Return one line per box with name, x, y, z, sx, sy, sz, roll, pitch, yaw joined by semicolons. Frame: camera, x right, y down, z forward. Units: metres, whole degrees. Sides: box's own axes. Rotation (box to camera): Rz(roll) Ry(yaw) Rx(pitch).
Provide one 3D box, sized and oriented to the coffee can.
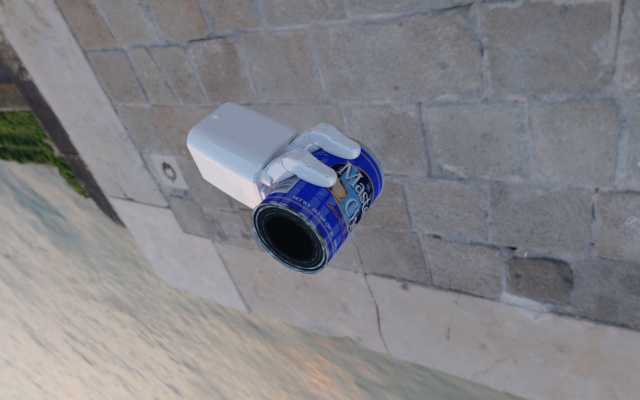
coffee can;0.000;0.002;0.565;0.103;0.103;0.140;0;36;39
